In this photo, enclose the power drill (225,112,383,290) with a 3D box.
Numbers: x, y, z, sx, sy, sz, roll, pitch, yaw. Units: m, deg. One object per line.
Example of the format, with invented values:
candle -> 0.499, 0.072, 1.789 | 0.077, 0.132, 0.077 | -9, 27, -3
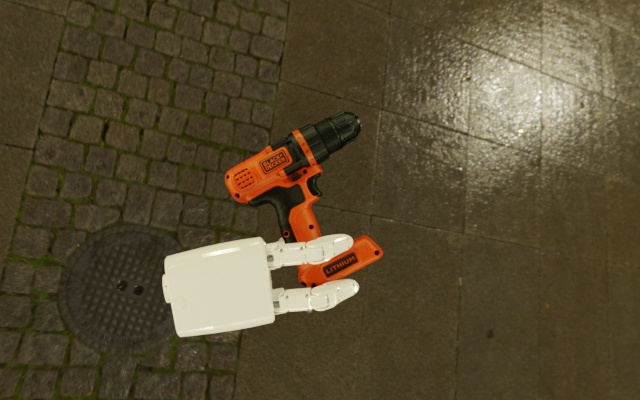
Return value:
power drill -> 0.000, 0.002, 0.589 | 0.184, 0.187, 0.057 | -29, -6, 0
